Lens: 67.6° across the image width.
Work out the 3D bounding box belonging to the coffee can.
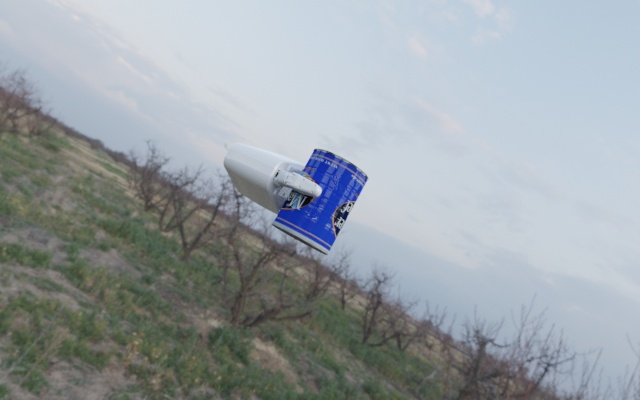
[{"bbox_3d":[0.000,0.003,0.768,0.103,0.140,0.103,28,-7,4],"label":"coffee can"}]
